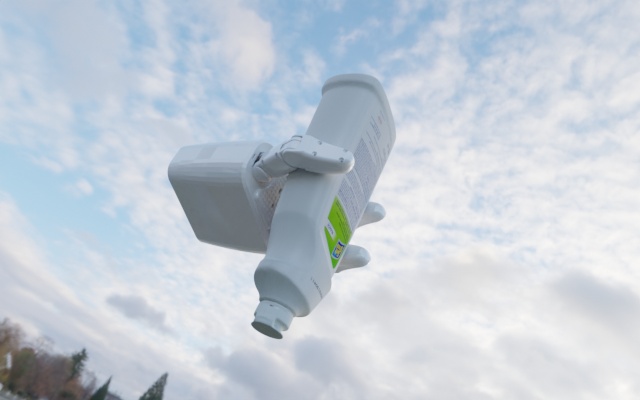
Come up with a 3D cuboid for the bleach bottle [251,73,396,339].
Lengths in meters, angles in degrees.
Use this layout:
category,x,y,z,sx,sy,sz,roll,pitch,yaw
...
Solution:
category,x,y,z,sx,sy,sz,roll,pitch,yaw
bleach bottle,0.000,0.001,0.437,0.068,0.250,0.103,4,-38,30
